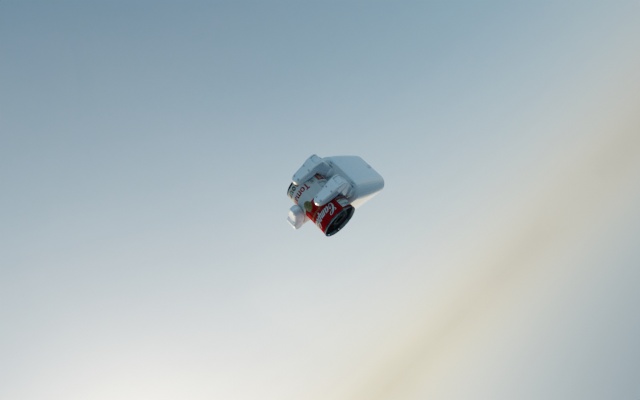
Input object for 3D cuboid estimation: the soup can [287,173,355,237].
[{"bbox_3d":[0.000,0.003,0.814,0.102,0.068,0.068,45,19,21],"label":"soup can"}]
